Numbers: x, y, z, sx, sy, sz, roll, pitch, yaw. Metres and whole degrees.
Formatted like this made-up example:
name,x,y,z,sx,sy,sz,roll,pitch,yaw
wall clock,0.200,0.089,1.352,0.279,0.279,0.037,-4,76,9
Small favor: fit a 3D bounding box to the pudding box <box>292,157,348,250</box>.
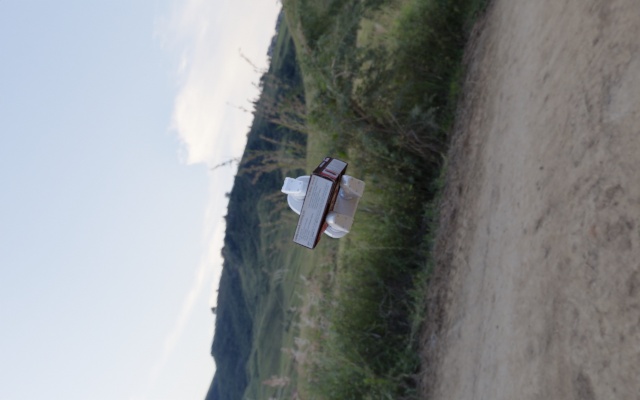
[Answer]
name,x,y,z,sx,sy,sz,roll,pitch,yaw
pudding box,0.000,0.002,0.689,0.039,0.113,0.090,18,23,7
